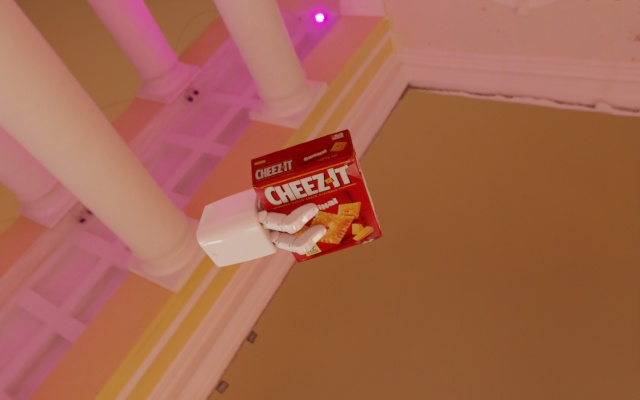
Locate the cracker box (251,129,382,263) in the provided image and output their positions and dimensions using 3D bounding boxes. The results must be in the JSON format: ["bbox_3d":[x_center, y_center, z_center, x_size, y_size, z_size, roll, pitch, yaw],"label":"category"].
[{"bbox_3d":[0.000,0.003,0.797,0.164,0.072,0.214,-17,-43,7],"label":"cracker box"}]
